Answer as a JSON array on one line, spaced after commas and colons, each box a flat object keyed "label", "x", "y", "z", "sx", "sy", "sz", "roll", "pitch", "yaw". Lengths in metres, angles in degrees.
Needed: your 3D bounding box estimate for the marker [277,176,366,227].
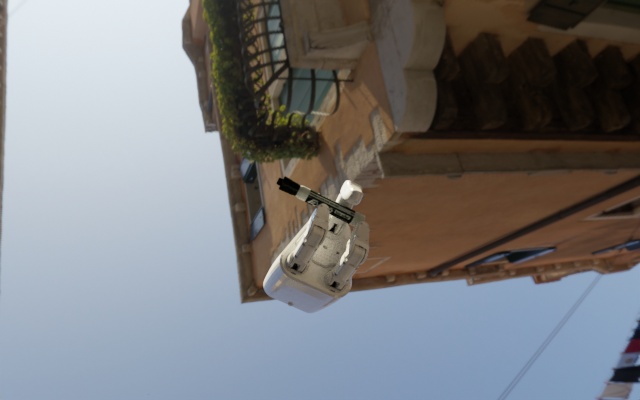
[{"label": "marker", "x": 0.000, "y": 0.002, "z": 0.605, "sx": 0.121, "sy": 0.020, "sz": 0.020, "roll": 26, "pitch": -4, "yaw": -7}]
